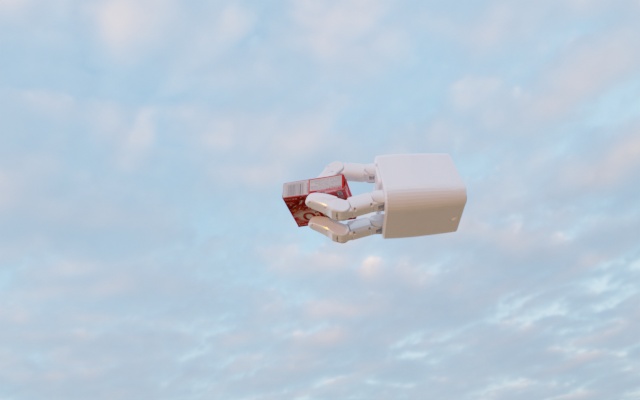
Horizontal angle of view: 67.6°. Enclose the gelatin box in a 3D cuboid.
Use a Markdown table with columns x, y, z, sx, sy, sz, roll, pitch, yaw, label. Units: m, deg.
| x | y | z | sx | sy | sz | roll | pitch | yaw | label |
| --- | --- | --- | --- | --- | --- | --- | --- | --- | --- |
| 0.000 | 0.002 | 0.663 | 0.089 | 0.030 | 0.073 | -8 | -38 | 14 | gelatin box |
